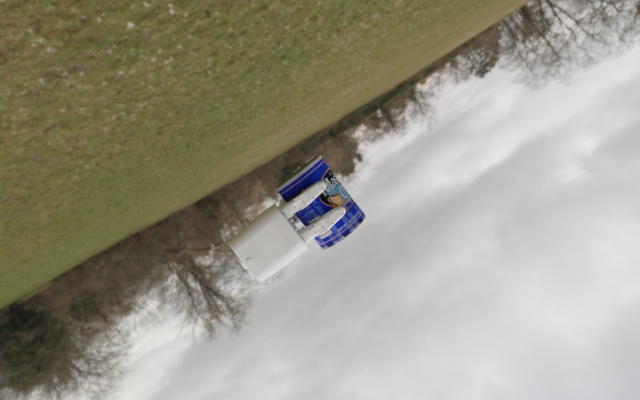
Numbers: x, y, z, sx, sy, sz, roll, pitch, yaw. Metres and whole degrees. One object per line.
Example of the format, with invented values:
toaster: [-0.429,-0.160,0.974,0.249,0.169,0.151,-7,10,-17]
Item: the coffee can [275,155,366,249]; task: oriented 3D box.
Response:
coffee can: [0.000,0.003,0.869,0.103,0.140,0.103,-37,7,5]
